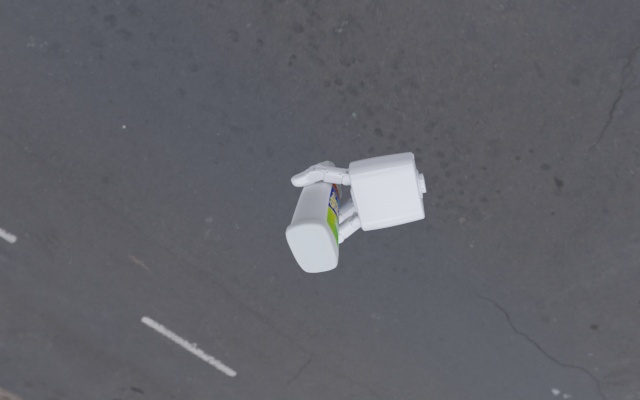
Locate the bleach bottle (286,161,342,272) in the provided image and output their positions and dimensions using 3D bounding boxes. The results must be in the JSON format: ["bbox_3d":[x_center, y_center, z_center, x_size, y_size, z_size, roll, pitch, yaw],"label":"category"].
[{"bbox_3d":[0.000,0.003,0.821,0.068,0.103,0.250,-11,34,14],"label":"bleach bottle"}]
